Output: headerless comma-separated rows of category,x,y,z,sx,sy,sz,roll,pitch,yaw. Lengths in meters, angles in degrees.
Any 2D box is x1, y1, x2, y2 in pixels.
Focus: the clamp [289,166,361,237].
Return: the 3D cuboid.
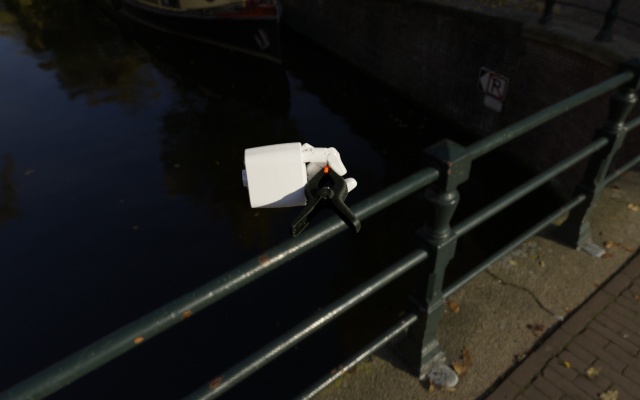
clamp,0.000,0.002,0.852,0.120,0.039,0.171,-5,39,-3
